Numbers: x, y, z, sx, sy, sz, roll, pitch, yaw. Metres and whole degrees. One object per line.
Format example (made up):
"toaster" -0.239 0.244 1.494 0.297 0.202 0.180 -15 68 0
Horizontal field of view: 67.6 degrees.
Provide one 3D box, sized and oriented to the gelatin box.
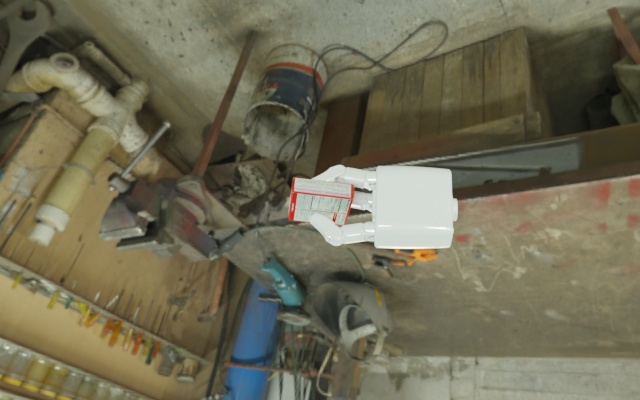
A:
"gelatin box" 0.000 0.003 0.696 0.089 0.030 0.073 6 -35 -5
